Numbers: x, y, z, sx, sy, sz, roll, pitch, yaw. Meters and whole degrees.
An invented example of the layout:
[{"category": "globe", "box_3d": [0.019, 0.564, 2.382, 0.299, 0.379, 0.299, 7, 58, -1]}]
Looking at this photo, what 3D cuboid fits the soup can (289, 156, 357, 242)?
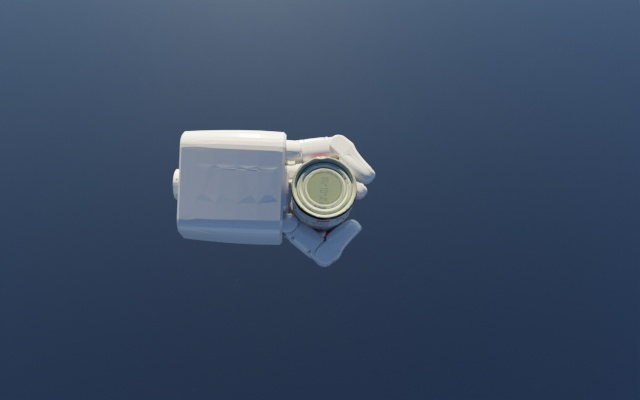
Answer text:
[{"category": "soup can", "box_3d": [0.001, 0.002, 0.517, 0.068, 0.068, 0.102, 0, -18, -4]}]
